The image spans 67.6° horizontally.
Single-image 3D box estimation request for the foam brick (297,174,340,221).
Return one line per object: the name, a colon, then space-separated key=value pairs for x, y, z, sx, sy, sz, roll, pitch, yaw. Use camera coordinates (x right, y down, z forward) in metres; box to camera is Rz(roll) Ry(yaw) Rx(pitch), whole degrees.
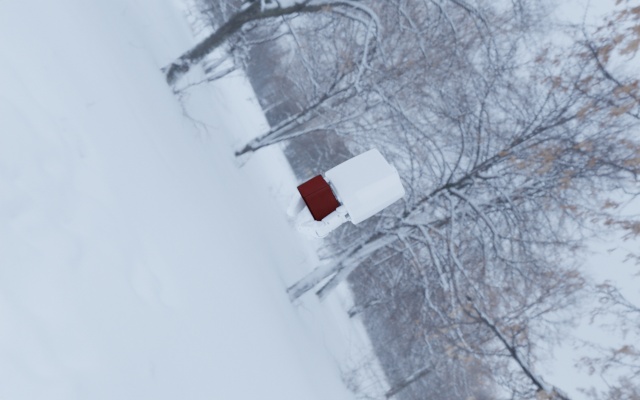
foam brick: x=0.000 y=0.003 z=0.848 sx=0.051 sy=0.078 sz=0.053 roll=-29 pitch=30 yaw=-2
